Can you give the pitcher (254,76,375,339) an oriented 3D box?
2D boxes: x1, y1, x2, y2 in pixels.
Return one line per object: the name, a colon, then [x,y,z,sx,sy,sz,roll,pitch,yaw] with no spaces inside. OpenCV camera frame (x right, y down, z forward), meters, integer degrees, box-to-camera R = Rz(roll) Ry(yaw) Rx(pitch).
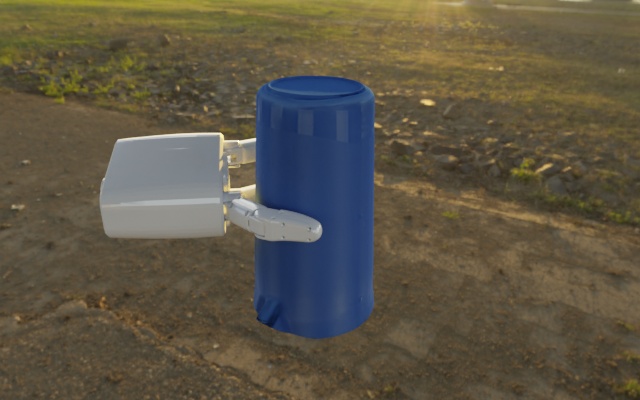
pitcher: [0.000,0.002,0.490,0.145,0.243,0.149,-2,25,-6]
